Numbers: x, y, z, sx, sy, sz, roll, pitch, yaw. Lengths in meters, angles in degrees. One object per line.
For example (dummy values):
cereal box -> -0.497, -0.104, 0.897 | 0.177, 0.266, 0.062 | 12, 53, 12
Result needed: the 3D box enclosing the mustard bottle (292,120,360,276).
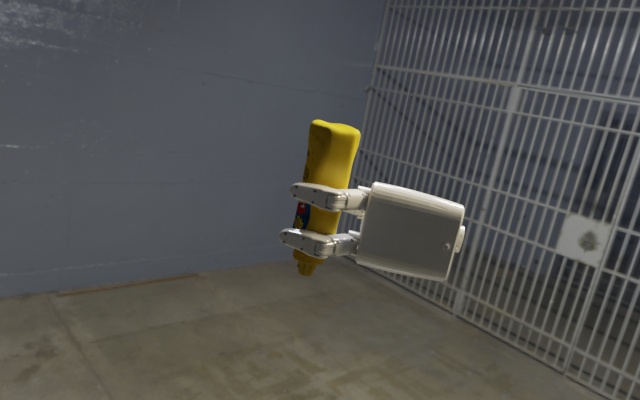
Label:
mustard bottle -> 0.000, 0.002, 0.585 | 0.058, 0.192, 0.096 | 8, 14, -14
